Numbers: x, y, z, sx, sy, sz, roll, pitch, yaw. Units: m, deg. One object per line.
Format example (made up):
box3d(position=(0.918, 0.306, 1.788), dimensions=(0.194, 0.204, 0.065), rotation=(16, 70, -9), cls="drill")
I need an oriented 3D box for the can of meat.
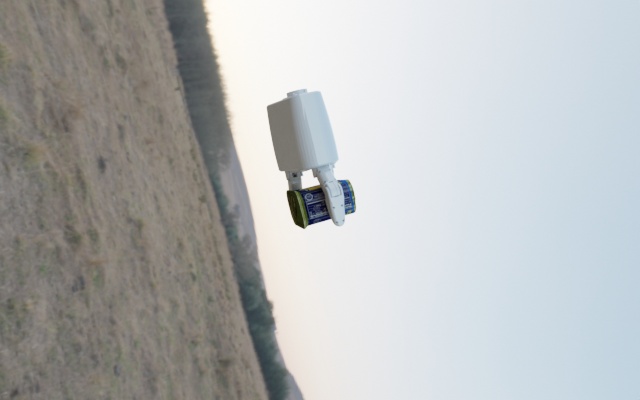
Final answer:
box3d(position=(0.000, 0.002, 0.726), dimensions=(0.084, 0.057, 0.102), rotation=(-15, 6, -12), cls="can of meat")
